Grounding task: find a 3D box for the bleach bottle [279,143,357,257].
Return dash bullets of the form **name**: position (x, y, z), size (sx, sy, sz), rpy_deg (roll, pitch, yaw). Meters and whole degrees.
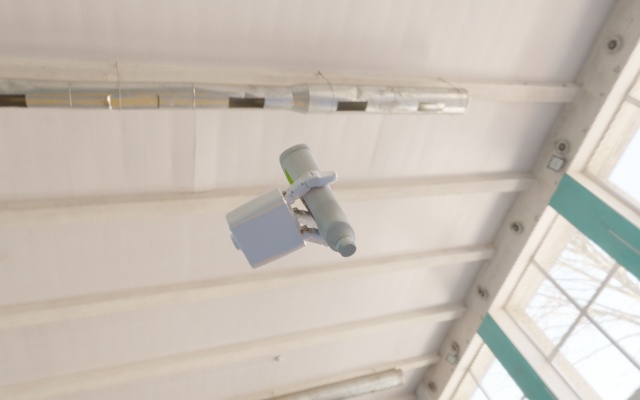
- **bleach bottle**: position (0.000, 0.003, 0.856), size (0.068, 0.103, 0.250), rpy_deg (-26, 42, -4)
